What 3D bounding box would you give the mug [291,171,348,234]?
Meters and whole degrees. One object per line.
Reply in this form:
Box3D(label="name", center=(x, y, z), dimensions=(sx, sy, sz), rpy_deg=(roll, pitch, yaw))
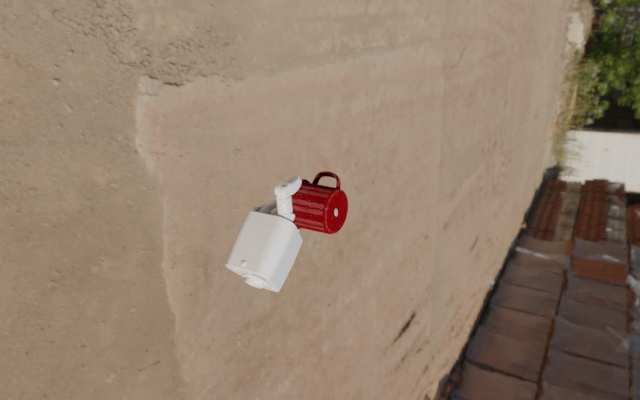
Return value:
Box3D(label="mug", center=(0.001, 0.002, 0.848), dimensions=(0.081, 0.117, 0.093), rpy_deg=(11, -20, 31))
